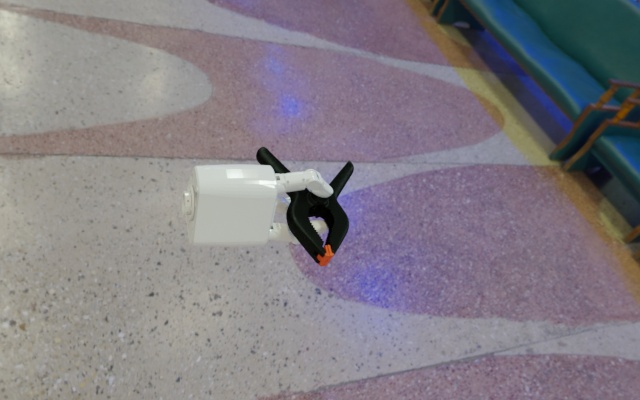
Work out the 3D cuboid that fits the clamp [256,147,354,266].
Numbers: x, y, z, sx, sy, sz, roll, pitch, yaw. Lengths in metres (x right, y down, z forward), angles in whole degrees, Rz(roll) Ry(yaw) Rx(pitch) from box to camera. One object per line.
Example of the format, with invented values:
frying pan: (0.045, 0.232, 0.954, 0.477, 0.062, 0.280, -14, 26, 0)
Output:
clamp: (0.000, 0.002, 0.717, 0.164, 0.209, 0.036, 1, -40, -25)
